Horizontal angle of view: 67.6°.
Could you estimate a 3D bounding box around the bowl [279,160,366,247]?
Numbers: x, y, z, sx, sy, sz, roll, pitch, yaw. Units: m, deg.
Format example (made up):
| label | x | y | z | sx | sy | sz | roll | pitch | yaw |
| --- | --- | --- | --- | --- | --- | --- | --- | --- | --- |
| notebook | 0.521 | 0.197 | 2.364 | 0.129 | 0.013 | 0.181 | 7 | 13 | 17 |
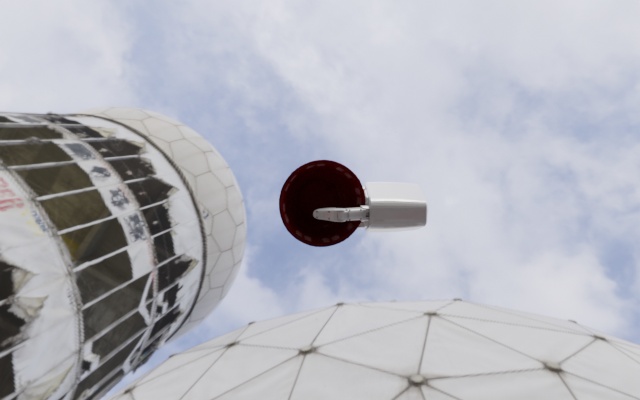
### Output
| label | x | y | z | sx | sy | sz | roll | pitch | yaw |
| --- | --- | --- | --- | --- | --- | --- | --- | --- | --- |
| bowl | -0.001 | 0.003 | 0.896 | 0.162 | 0.162 | 0.055 | 0 | 8 | -10 |
